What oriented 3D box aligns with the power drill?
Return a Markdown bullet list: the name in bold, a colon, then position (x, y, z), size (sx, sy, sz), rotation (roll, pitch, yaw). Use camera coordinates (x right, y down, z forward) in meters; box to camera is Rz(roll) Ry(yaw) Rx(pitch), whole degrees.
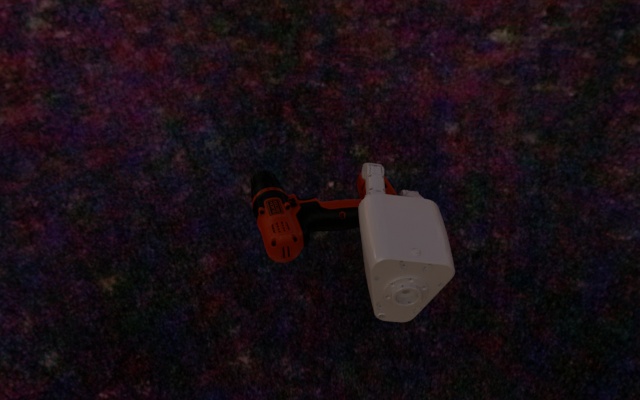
- **power drill**: position (0.001, 0.002, 0.660), size (0.187, 0.057, 0.184), rotation (-12, 37, -10)
